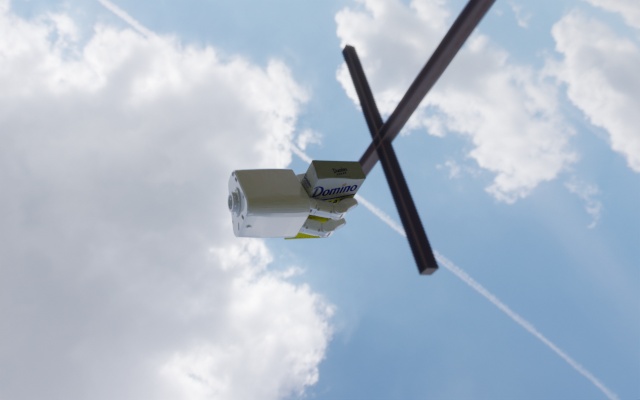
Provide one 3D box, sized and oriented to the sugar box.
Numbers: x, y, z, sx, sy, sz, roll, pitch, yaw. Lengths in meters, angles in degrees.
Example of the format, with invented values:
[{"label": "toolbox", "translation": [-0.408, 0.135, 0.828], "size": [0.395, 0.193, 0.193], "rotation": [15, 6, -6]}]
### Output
[{"label": "sugar box", "translation": [0.000, 0.003, 0.840], "size": [0.093, 0.048, 0.176], "rotation": [-1, -35, -27]}]
